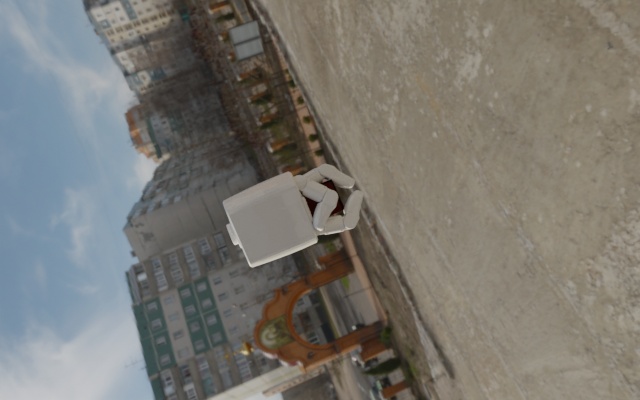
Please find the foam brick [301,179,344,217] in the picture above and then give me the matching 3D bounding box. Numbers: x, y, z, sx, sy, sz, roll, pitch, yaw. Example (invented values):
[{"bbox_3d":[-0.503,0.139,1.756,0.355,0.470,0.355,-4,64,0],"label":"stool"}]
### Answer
[{"bbox_3d":[0.000,0.003,0.756,0.051,0.053,0.078,-24,-2,-7],"label":"foam brick"}]
